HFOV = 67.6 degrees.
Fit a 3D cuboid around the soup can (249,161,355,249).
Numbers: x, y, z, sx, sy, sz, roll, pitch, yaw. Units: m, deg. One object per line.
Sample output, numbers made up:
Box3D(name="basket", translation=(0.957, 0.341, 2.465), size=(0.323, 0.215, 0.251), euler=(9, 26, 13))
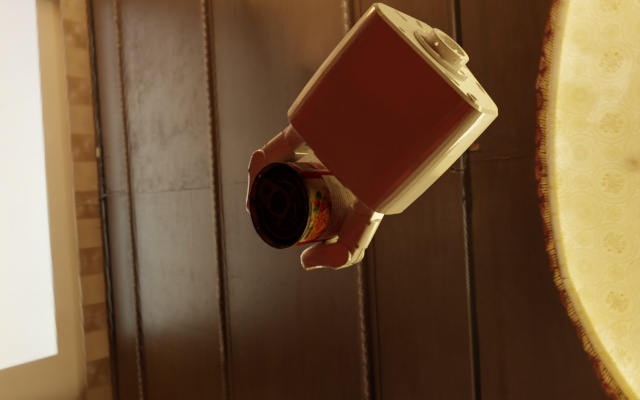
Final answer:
Box3D(name="soup can", translation=(0.000, 0.002, 0.407), size=(0.068, 0.068, 0.102), euler=(0, 3, 41))
